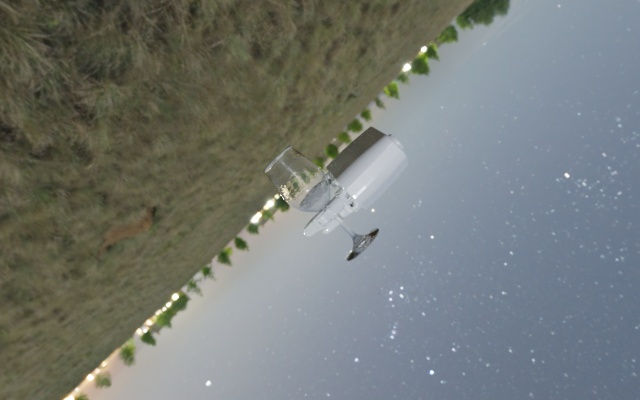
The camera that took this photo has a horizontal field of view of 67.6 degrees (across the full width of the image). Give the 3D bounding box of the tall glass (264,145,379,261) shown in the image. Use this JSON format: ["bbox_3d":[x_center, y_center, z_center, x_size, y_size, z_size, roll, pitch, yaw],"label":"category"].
[{"bbox_3d":[0.000,0.003,0.777,0.079,0.201,0.079,-45,5,5],"label":"tall glass"}]
